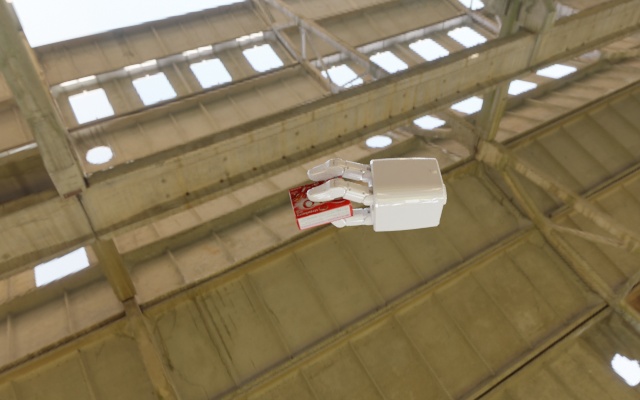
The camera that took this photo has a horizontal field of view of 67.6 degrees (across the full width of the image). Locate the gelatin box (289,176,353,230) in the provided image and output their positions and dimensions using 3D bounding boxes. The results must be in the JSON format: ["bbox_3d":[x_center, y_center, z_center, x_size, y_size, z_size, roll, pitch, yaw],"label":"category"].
[{"bbox_3d":[0.000,0.003,0.750,0.089,0.030,0.073,-15,42,-2],"label":"gelatin box"}]
